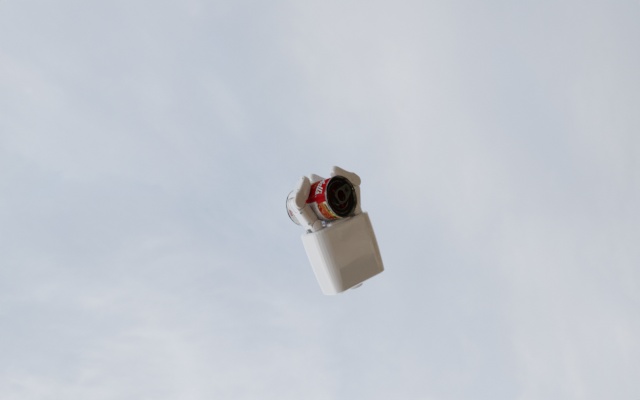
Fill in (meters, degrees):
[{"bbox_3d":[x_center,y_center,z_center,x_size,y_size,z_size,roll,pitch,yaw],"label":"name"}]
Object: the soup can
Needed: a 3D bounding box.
[{"bbox_3d":[0.000,0.002,0.781,0.068,0.068,0.102,0,-10,-43],"label":"soup can"}]
